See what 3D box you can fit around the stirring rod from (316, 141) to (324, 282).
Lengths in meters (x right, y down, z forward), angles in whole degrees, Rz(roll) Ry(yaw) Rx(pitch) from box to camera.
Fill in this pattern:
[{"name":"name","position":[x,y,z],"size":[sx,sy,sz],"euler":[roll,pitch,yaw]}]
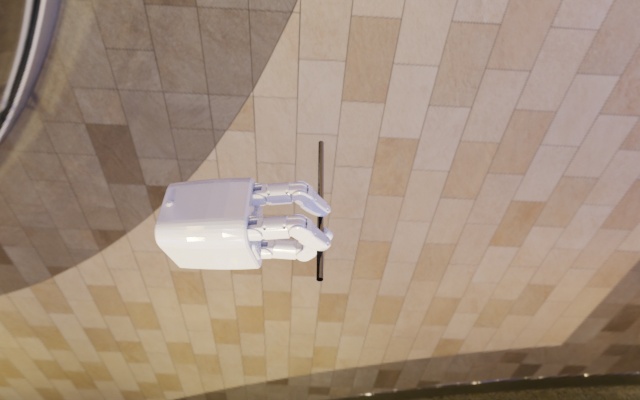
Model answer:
[{"name":"stirring rod","position":[0.000,0.002,0.620],"size":[0.011,0.239,0.011],"euler":[0,-44,0]}]
